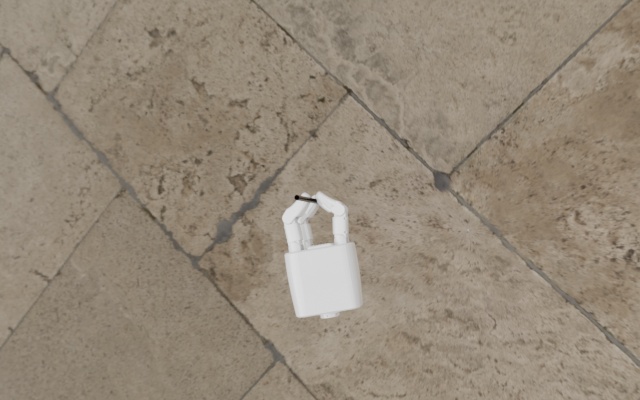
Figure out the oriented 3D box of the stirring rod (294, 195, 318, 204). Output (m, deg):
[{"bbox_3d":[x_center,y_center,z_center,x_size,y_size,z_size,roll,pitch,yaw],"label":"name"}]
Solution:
[{"bbox_3d":[0.000,0.003,0.826,0.011,0.011,0.239,0,-3,17],"label":"stirring rod"}]
